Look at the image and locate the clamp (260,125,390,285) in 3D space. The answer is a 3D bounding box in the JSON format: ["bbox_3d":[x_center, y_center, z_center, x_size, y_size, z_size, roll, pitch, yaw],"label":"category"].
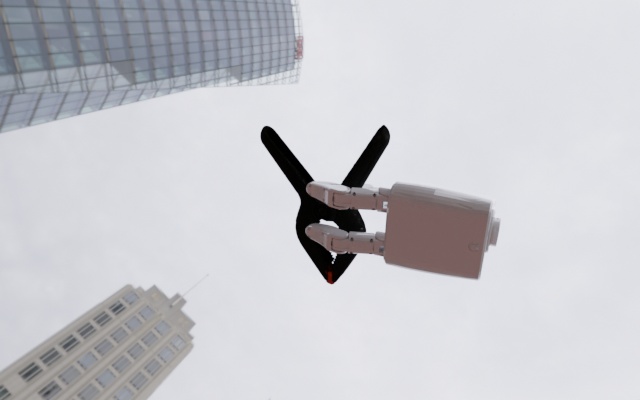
[{"bbox_3d":[0.001,0.002,0.591,0.164,0.210,0.036,11,24,24],"label":"clamp"}]
